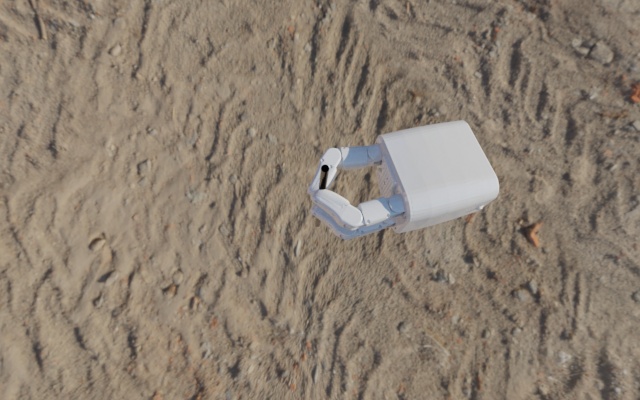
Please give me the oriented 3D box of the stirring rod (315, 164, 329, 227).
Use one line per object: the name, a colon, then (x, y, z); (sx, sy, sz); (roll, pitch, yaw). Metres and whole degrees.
stirring rod: (0.000, 0.002, 0.569); (0.011, 0.011, 0.239); (0, -16, -2)
